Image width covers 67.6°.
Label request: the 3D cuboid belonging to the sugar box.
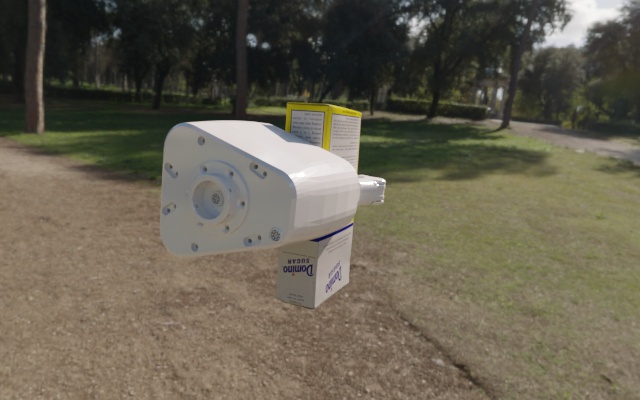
[{"bbox_3d":[0.000,0.001,0.446,0.048,0.176,0.093,10,10,22],"label":"sugar box"}]
